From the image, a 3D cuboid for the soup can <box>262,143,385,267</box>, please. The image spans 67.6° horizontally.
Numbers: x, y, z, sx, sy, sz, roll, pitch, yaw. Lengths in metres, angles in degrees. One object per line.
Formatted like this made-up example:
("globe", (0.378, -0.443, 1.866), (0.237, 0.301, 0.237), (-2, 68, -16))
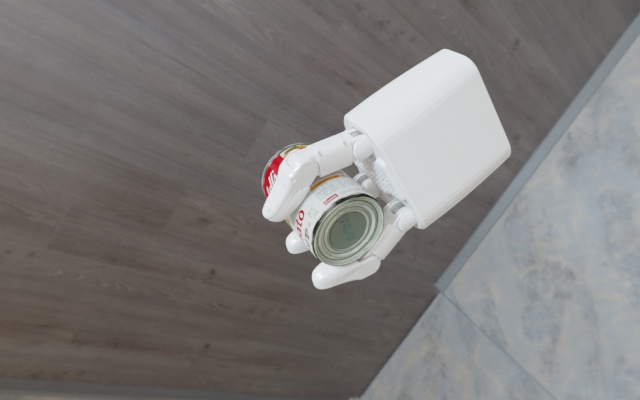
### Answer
("soup can", (0.000, 0.002, 0.412), (0.068, 0.068, 0.102), (0, 29, -32))
